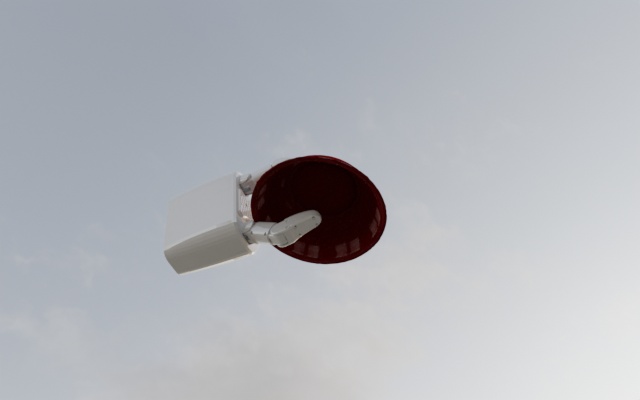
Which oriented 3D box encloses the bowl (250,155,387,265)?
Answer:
[{"bbox_3d":[0.001,0.002,0.581,0.162,0.162,0.055,0,37,10],"label":"bowl"}]
